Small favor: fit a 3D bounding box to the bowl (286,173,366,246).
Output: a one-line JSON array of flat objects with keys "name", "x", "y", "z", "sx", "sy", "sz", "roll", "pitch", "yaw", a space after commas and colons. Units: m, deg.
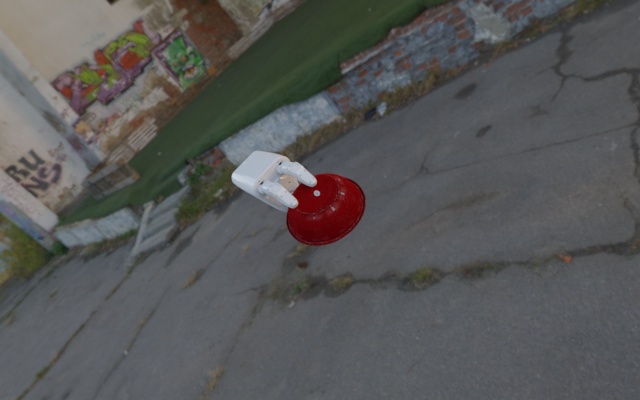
[{"name": "bowl", "x": 0.001, "y": 0.003, "z": 0.894, "sx": 0.162, "sy": 0.162, "sz": 0.055, "roll": 0, "pitch": -36, "yaw": 25}]
